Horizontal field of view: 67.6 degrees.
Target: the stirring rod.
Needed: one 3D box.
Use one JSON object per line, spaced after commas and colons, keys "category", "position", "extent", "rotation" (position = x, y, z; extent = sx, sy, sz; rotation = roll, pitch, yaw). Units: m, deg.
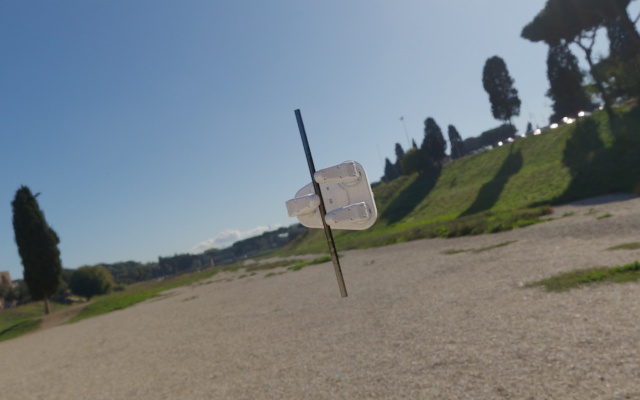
{"category": "stirring rod", "position": [0.000, 0.002, 0.594], "extent": [0.011, 0.239, 0.011], "rotation": [-14, -4, -1]}
